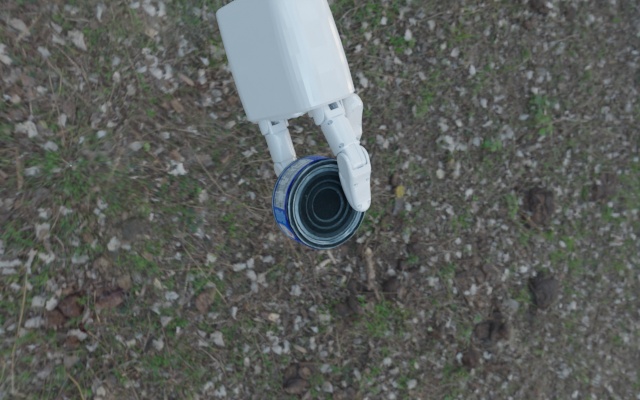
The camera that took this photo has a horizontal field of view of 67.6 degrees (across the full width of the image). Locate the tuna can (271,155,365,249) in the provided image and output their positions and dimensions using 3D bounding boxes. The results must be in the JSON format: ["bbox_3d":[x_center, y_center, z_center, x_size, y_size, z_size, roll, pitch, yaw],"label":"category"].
[{"bbox_3d":[0.000,0.002,0.444,0.086,0.086,0.033,0,9,-30],"label":"tuna can"}]
